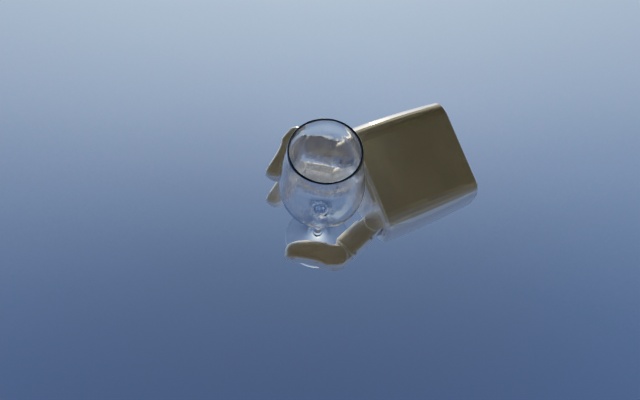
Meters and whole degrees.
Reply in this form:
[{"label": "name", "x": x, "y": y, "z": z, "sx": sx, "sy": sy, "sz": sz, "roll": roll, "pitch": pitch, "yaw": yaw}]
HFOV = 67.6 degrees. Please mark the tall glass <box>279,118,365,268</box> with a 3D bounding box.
[{"label": "tall glass", "x": 0.000, "y": 0.002, "z": 0.469, "sx": 0.079, "sy": 0.079, "sz": 0.201, "roll": 0, "pitch": -25, "yaw": -2}]
